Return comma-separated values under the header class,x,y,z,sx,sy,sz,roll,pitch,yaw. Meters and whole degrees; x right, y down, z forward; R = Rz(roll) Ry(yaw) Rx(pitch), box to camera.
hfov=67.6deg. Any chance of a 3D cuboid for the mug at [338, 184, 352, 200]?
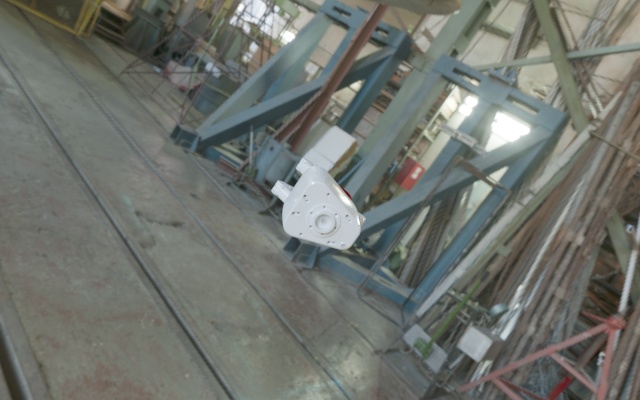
class,x,y,z,sx,sy,sz,roll,pitch,yaw
mug,0.000,0.002,0.842,0.093,0.081,0.117,33,12,-9
